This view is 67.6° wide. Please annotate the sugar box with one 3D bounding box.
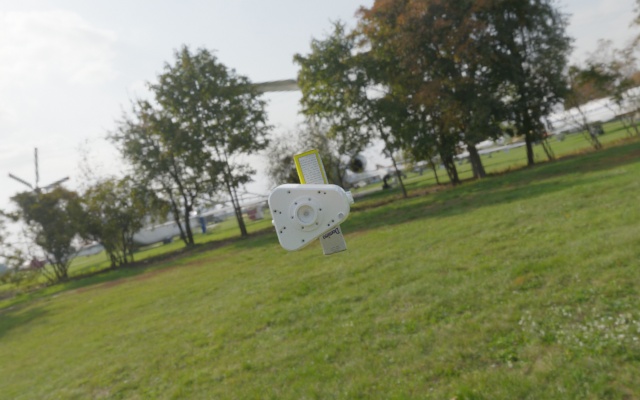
[{"bbox_3d":[0.000,0.003,0.831,0.048,0.176,0.093,-15,1,2],"label":"sugar box"}]
